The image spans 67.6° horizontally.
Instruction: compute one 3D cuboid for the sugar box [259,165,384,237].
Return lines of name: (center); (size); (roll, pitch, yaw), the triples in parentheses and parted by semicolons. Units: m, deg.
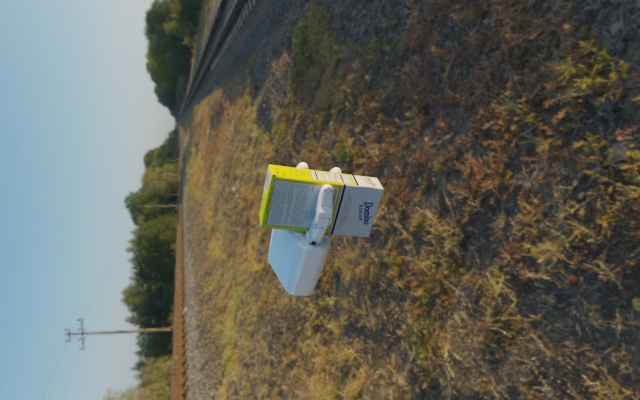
sugar box: (0.000, 0.002, 0.741); (0.176, 0.093, 0.048); (6, 29, -17)
